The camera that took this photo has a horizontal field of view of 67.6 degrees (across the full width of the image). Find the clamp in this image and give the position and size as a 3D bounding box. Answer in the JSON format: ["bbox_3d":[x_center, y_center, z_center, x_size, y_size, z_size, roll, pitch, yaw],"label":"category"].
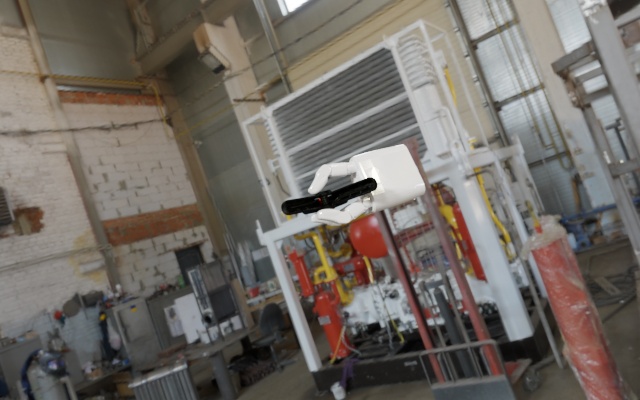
[{"bbox_3d":[0.000,0.002,0.872,0.164,0.036,0.210,-14,-4,-12],"label":"clamp"}]
